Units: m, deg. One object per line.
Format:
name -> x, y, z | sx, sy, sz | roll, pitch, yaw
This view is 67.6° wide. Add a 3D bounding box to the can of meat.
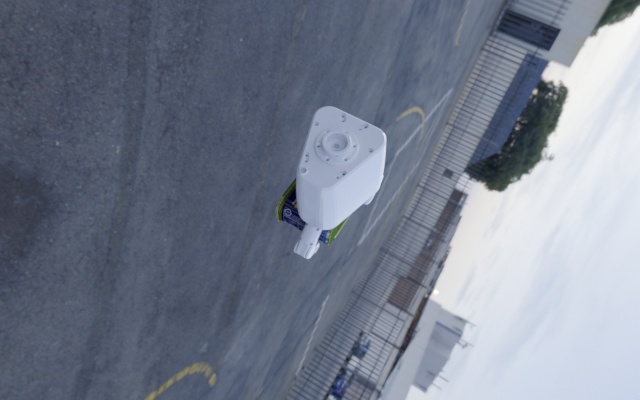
can of meat -> 0.000, 0.002, 0.670 | 0.084, 0.102, 0.057 | 28, -28, 13
